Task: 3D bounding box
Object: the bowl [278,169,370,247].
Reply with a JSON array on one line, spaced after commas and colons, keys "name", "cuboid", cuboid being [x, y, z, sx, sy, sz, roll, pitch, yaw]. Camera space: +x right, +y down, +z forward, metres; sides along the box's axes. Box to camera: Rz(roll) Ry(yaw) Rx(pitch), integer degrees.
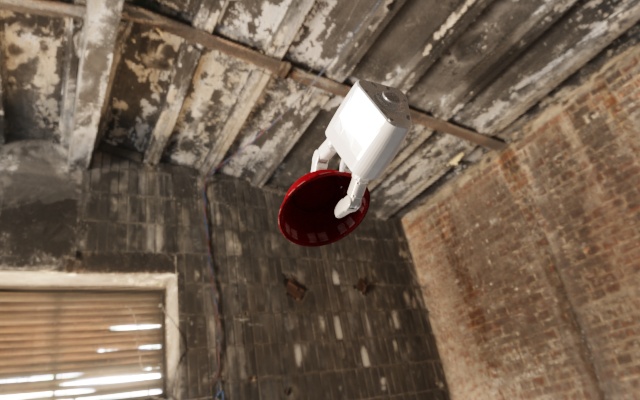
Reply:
[{"name": "bowl", "cuboid": [-0.001, 0.003, 0.814, 0.162, 0.162, 0.055, 0, 38, -24]}]
